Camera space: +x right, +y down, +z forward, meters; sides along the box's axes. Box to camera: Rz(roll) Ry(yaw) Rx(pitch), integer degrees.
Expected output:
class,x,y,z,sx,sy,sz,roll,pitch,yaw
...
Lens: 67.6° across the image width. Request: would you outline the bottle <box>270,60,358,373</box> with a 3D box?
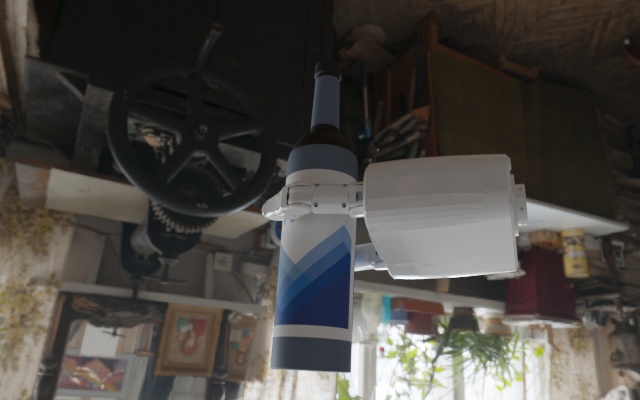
class,x,y,z,sx,sy,sz,roll,pitch,yaw
bottle,0.000,0.002,0.440,0.069,0.295,0.069,3,-20,1
